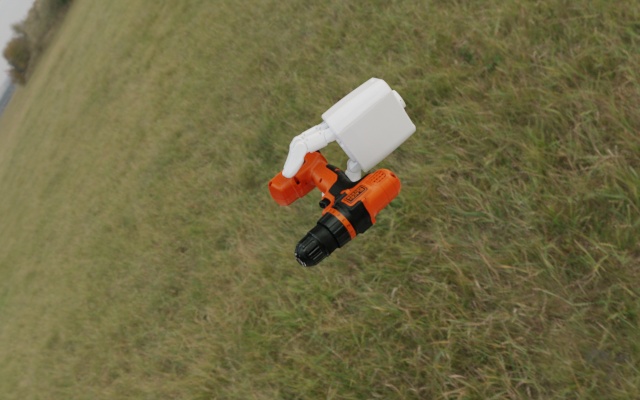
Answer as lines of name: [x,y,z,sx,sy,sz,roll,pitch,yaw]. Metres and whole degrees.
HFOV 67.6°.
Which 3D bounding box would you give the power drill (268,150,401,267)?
power drill: [0.000,0.002,0.712,0.184,0.057,0.187,-39,40,-17]
